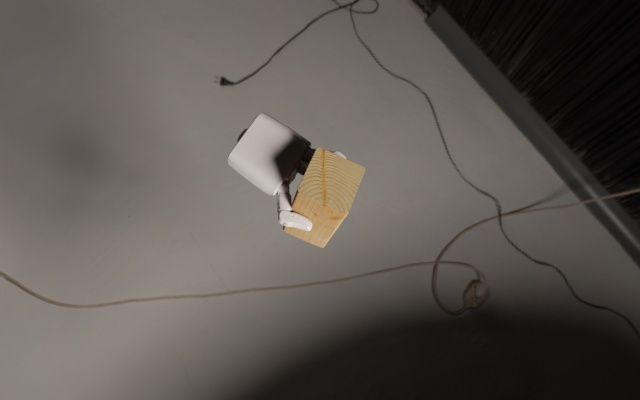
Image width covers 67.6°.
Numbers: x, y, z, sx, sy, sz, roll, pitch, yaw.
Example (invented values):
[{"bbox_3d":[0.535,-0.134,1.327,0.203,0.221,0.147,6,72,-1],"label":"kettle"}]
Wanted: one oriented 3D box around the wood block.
[{"bbox_3d":[0.000,0.003,0.855,0.090,0.090,0.206,24,-23,-1],"label":"wood block"}]
